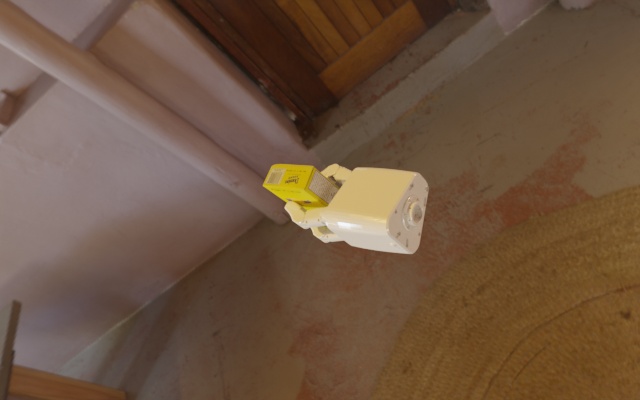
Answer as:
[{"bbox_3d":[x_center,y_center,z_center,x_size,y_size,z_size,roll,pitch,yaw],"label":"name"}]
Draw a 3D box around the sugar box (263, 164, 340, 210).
[{"bbox_3d":[0.000,0.003,0.769,0.093,0.048,0.176,7,-24,42],"label":"sugar box"}]
